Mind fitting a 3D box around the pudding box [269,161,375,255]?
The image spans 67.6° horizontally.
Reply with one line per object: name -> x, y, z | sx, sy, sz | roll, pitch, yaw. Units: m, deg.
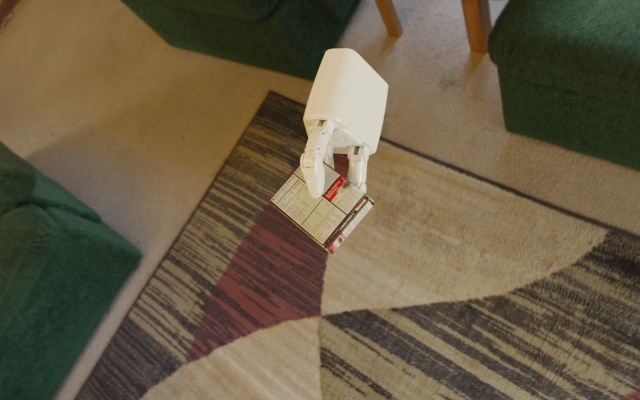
pudding box -> 0.000, 0.002, 0.634 | 0.113, 0.090, 0.039 | 38, -2, 32
